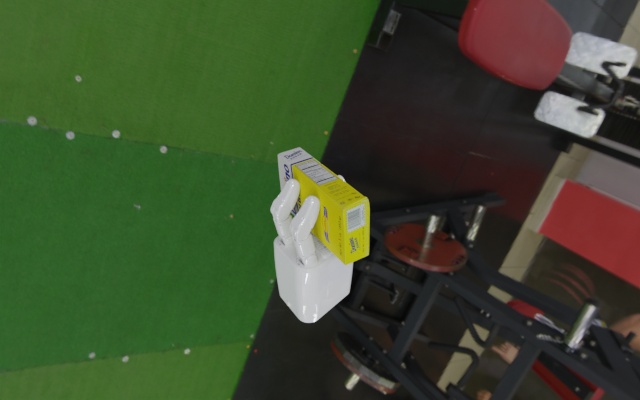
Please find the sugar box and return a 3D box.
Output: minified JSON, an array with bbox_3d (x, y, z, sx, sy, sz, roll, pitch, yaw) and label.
[{"bbox_3d":[0.000,0.003,0.665,0.048,0.093,0.176,-22,37,-27],"label":"sugar box"}]
